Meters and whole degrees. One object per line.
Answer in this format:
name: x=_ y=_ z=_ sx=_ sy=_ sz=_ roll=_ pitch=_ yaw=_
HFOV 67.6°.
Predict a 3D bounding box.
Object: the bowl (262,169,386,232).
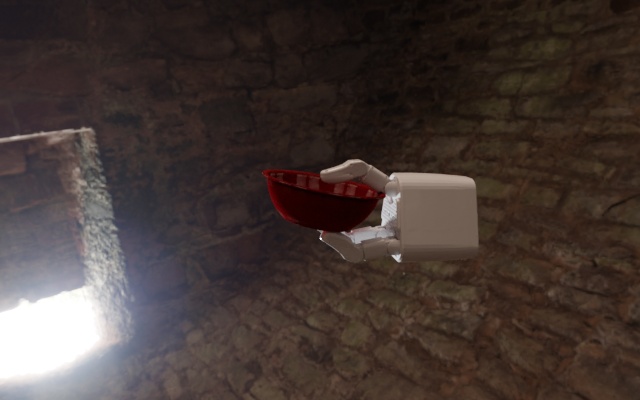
bowl: x=-0.001 y=0.002 z=0.619 sx=0.162 sy=0.055 sz=0.162 roll=11 pitch=9 yaw=-2
